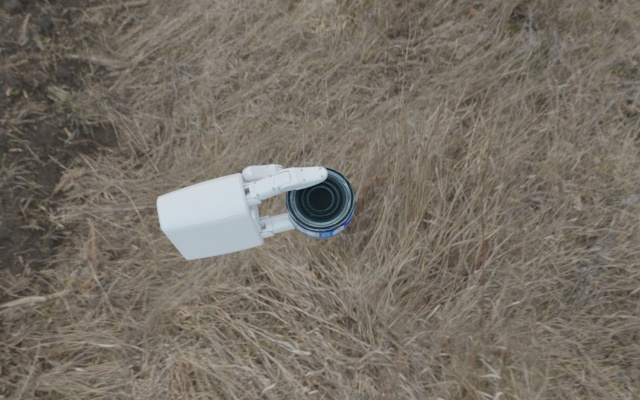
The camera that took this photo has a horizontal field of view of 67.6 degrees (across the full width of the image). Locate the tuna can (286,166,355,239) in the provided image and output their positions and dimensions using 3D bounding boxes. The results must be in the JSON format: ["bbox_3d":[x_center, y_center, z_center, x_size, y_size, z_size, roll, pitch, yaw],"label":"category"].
[{"bbox_3d":[0.000,0.002,0.589,0.086,0.086,0.034,0,-19,0],"label":"tuna can"}]
